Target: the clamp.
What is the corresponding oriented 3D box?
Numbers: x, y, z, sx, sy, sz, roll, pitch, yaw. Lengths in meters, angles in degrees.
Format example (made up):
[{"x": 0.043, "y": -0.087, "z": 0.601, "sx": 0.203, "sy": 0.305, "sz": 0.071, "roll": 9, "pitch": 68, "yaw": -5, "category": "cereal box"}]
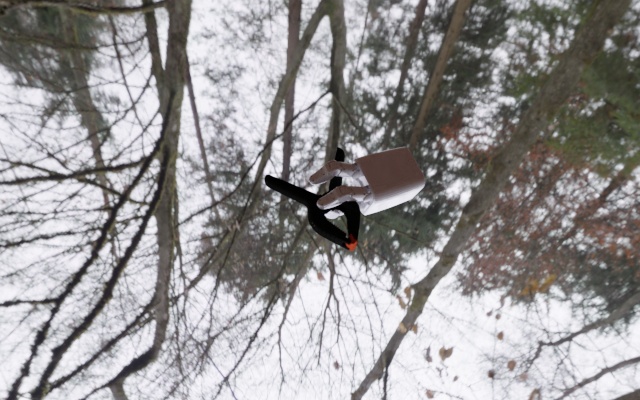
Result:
[{"x": 0.001, "y": 0.004, "z": 0.861, "sx": 0.164, "sy": 0.210, "sz": 0.036, "roll": -17, "pitch": -31, "yaw": -11, "category": "clamp"}]
